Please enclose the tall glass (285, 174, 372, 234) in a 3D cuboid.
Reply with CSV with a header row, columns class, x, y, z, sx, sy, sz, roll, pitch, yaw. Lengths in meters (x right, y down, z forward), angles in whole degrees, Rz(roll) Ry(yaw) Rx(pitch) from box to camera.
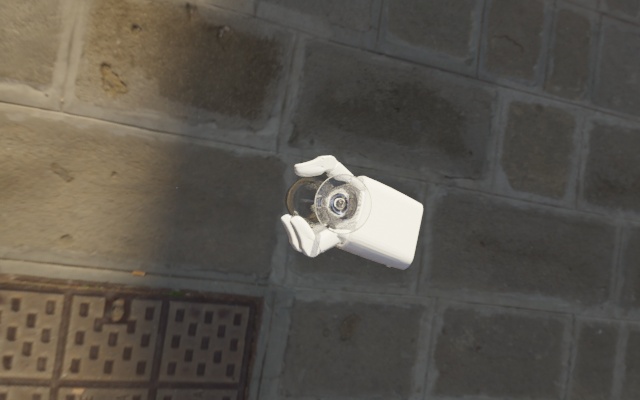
class,x,y,z,sx,sy,sz,roll,pitch,yaw
tall glass,0.000,0.002,0.678,0.079,0.079,0.201,0,2,-17
